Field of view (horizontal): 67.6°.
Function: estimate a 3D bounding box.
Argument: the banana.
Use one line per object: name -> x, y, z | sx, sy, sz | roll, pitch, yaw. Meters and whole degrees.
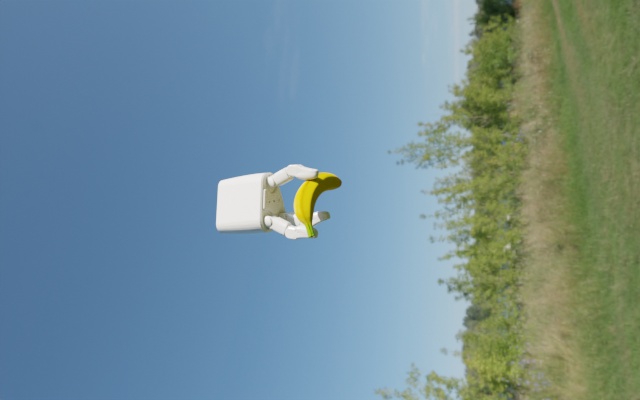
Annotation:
banana -> -0.008, -0.011, 0.882 | 0.037, 0.070, 0.197 | -11, 26, 27
